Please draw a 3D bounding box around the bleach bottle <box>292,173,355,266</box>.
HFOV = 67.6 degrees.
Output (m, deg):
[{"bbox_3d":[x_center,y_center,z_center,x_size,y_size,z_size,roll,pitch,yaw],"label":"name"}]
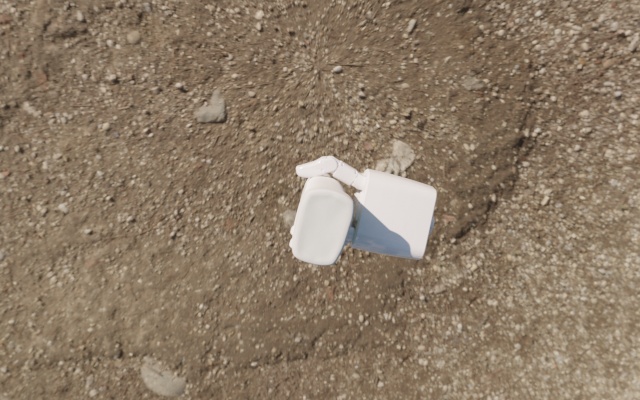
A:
[{"bbox_3d":[0.000,0.002,0.697,0.068,0.102,0.250,14,15,-5],"label":"bleach bottle"}]
